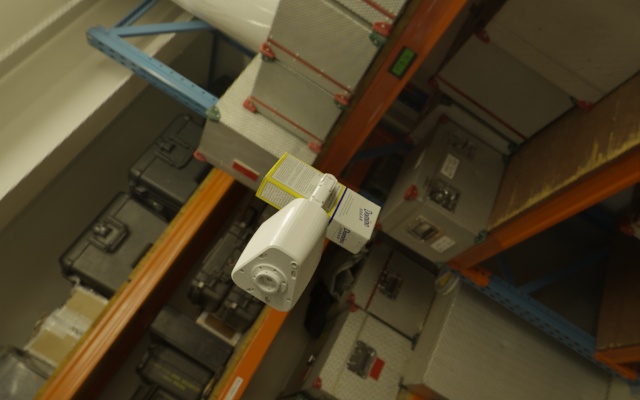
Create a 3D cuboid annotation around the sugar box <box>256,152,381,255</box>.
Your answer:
[{"bbox_3d":[0.000,0.003,0.728,0.176,0.048,0.093,33,36,-2],"label":"sugar box"}]
